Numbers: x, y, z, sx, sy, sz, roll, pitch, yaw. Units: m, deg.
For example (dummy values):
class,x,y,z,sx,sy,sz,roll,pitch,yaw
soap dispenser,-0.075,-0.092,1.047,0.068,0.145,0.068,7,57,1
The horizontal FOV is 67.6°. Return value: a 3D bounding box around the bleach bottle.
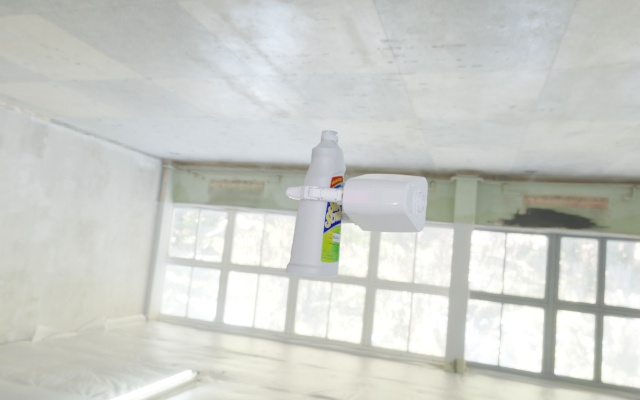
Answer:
class,x,y,z,sx,sy,sz,roll,pitch,yaw
bleach bottle,0.000,0.003,0.819,0.068,0.251,0.102,2,-7,30
